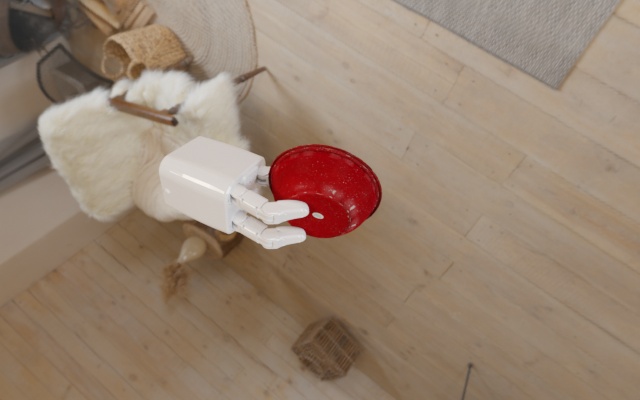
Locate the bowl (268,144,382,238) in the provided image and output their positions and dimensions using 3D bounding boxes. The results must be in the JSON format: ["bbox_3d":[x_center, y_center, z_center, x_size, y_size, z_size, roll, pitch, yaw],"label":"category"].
[{"bbox_3d":[0.001,0.003,0.647,0.162,0.055,0.162,8,-42,8],"label":"bowl"}]
